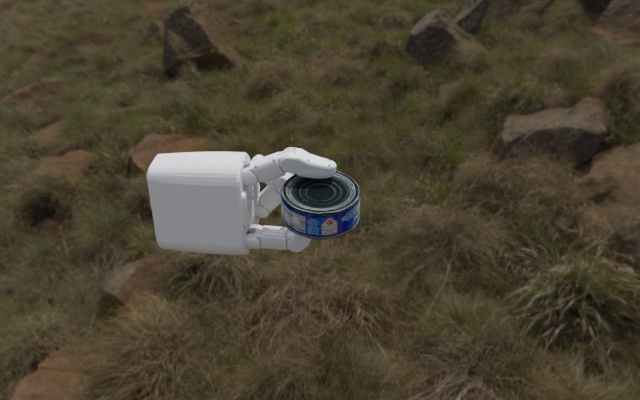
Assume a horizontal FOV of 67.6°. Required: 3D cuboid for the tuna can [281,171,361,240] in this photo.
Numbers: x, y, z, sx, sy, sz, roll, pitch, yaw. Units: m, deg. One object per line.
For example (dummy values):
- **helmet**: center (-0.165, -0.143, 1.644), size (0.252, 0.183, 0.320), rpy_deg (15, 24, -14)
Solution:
- **tuna can**: center (0.000, 0.001, 0.511), size (0.086, 0.034, 0.086), rpy_deg (1, 36, 0)
